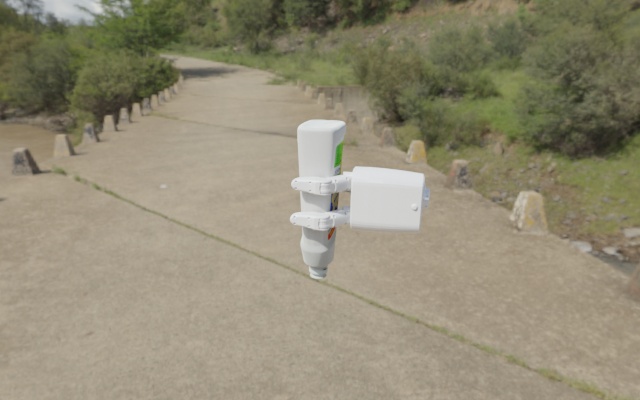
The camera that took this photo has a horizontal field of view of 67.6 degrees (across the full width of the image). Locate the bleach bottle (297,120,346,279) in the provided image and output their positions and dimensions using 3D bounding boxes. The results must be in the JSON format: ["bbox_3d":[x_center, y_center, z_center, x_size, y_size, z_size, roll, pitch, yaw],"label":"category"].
[{"bbox_3d":[0.000,0.002,0.767,0.068,0.251,0.102,5,18,12],"label":"bleach bottle"}]
